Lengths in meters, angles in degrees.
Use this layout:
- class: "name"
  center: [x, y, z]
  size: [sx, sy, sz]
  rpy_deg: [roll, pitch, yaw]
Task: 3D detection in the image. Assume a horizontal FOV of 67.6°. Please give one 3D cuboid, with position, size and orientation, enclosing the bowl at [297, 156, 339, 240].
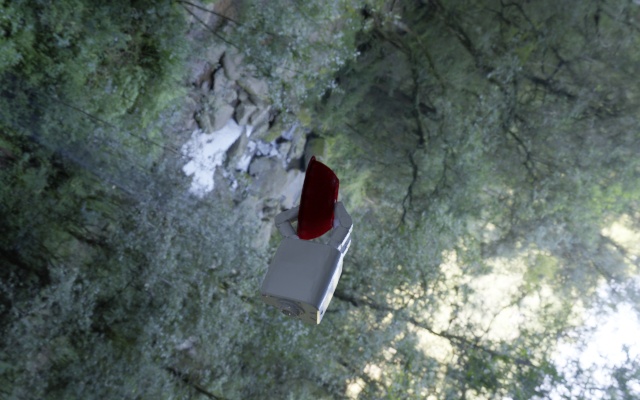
- class: "bowl"
  center: [0.001, 0.002, 0.862]
  size: [0.055, 0.162, 0.162]
  rpy_deg: [9, 1, 5]
